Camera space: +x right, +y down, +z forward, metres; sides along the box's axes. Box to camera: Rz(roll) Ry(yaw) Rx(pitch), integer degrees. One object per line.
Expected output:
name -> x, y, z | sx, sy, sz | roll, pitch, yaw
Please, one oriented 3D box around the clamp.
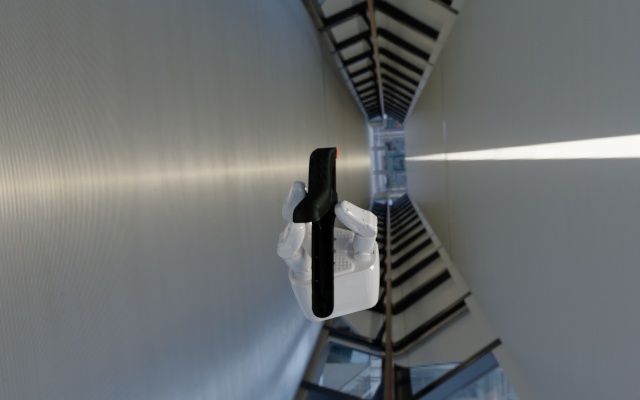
clamp -> 0.001, 0.001, 0.537 | 0.036, 0.209, 0.165 | -1, -40, 7
